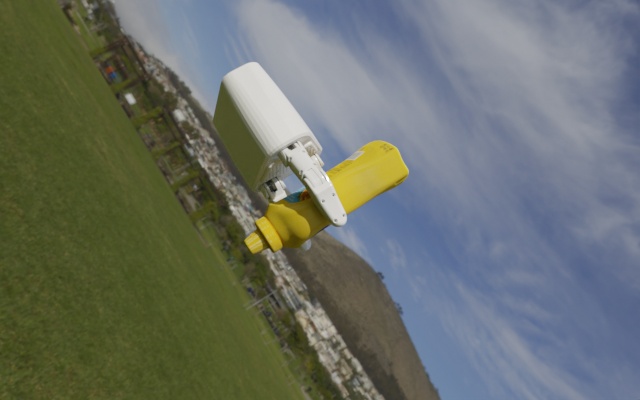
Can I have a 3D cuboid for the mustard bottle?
[{"bbox_3d":[0.000,0.002,0.539,0.191,0.058,0.096,-31,12,-12],"label":"mustard bottle"}]
